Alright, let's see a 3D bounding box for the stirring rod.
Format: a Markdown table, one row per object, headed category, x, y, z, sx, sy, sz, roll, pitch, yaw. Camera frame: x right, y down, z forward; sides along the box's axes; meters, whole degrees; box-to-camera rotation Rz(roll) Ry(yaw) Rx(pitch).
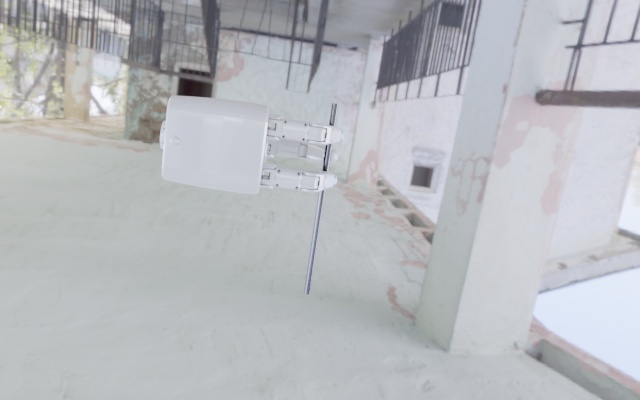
| category | x | y | z | sx | sy | sz | roll | pitch | yaw |
| --- | --- | --- | --- | --- | --- | --- | --- | --- | --- |
| stirring rod | 0.000 | 0.002 | 0.588 | 0.011 | 0.239 | 0.011 | 8 | 11 | -2 |
